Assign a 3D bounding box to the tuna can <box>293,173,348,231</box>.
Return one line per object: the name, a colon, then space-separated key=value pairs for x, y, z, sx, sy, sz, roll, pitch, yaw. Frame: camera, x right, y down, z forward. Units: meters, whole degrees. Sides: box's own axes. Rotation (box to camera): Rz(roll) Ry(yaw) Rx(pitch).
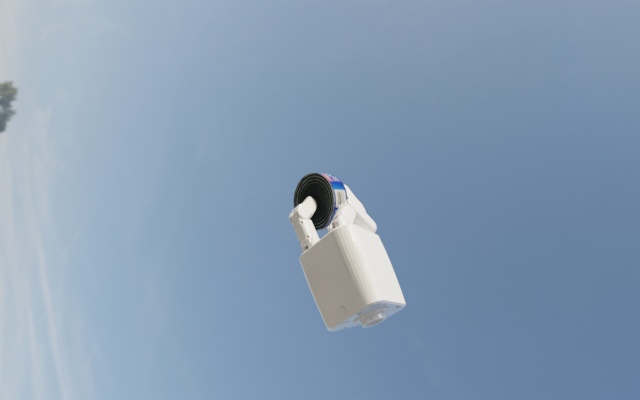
tuna can: x=0.000 y=0.002 z=0.711 sx=0.034 sy=0.086 sz=0.086 roll=2 pitch=-1 yaw=-45
